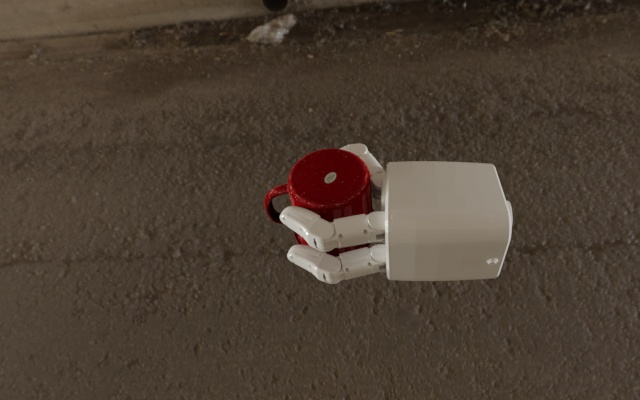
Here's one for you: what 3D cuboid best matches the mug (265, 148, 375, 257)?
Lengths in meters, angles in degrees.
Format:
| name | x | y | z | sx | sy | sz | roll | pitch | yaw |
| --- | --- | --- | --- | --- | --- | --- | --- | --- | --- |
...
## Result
| name | x | y | z | sx | sy | sz | roll | pitch | yaw |
| --- | --- | --- | --- | --- | --- | --- | --- | --- | --- |
| mug | -0.001 | 0.001 | 0.493 | 0.117 | 0.093 | 0.082 | -1 | -40 | 7 |
